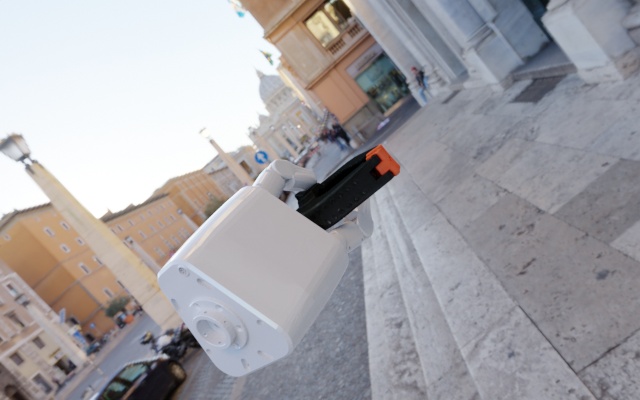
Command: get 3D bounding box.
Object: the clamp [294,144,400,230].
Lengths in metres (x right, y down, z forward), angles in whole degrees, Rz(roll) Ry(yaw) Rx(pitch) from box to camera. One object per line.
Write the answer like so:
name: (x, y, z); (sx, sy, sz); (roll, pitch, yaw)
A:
clamp: (0.000, 0.001, 0.480); (0.210, 0.036, 0.164); (-36, 12, 38)
